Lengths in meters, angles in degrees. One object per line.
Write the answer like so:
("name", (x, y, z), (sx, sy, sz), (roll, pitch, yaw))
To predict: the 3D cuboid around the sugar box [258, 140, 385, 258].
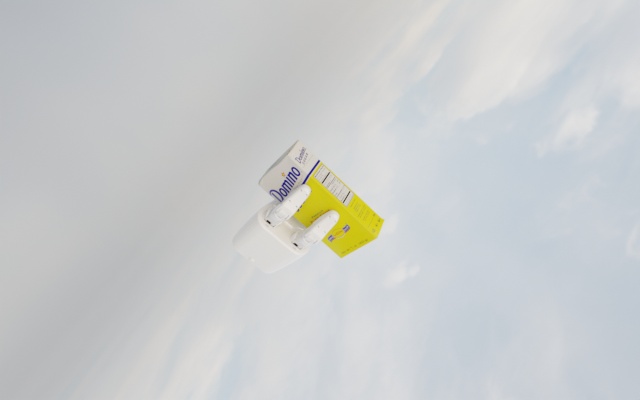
("sugar box", (0.000, 0.003, 0.703), (0.176, 0.048, 0.093), (40, -43, -11))
